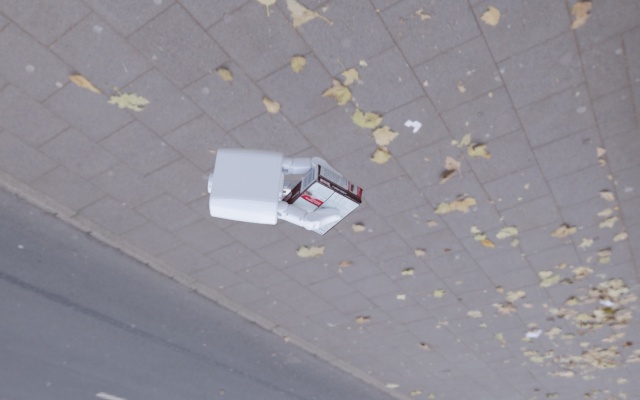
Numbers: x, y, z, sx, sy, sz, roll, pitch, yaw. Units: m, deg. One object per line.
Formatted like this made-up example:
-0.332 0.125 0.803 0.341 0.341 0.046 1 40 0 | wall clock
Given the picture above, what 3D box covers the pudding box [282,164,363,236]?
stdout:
0.000 0.003 0.781 0.090 0.039 0.113 27 -44 -23 | pudding box
